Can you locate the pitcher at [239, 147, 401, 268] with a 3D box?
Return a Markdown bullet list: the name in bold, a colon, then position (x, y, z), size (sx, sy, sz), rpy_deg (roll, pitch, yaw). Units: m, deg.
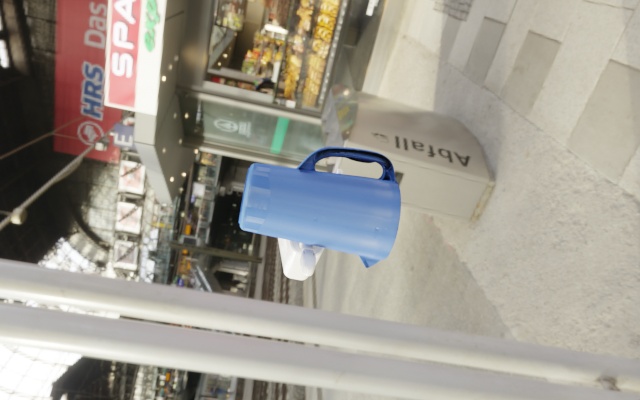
- **pitcher**: position (0.000, 0.003, 0.763), size (0.243, 0.149, 0.145), rpy_deg (10, -35, -8)
